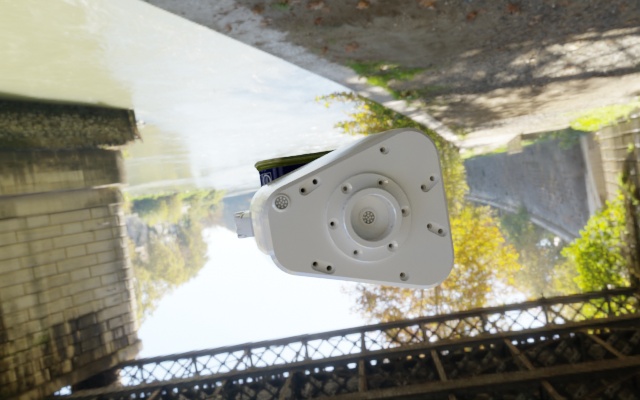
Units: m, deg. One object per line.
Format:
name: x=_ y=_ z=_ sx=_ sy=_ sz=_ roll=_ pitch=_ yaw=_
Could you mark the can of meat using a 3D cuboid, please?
can of meat: x=0.000 y=0.002 z=0.416 sx=0.102 sy=0.084 sz=0.057 roll=-10 pitch=1 yaw=-14
